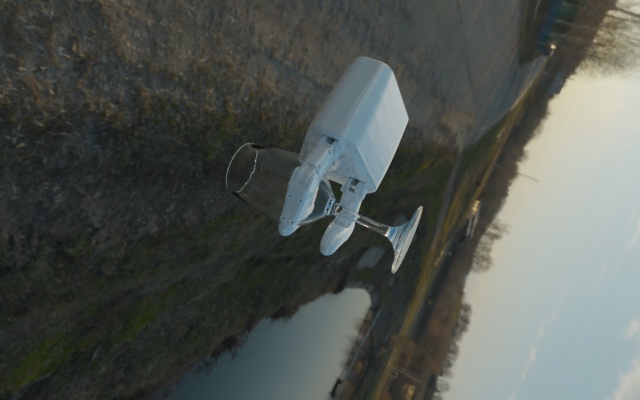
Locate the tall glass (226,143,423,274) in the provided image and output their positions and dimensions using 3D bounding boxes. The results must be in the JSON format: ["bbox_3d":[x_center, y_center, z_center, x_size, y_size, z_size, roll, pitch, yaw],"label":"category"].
[{"bbox_3d":[0.001,0.002,0.506,0.201,0.079,0.079,23,7,16],"label":"tall glass"}]
